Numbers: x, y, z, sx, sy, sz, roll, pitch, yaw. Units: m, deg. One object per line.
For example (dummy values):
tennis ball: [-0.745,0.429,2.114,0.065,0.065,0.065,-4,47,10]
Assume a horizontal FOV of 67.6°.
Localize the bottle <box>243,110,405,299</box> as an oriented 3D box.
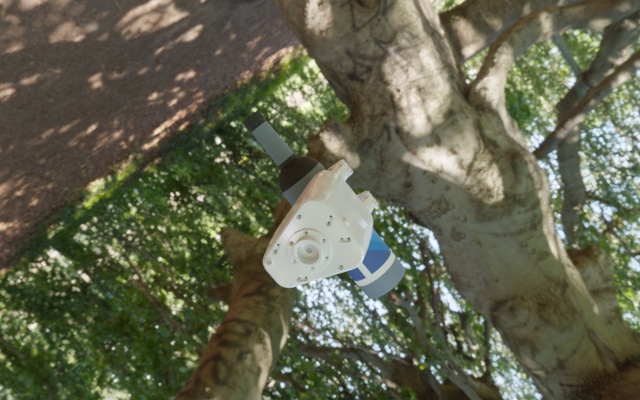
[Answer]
bottle: [0.000,0.002,0.648,0.069,0.296,0.069,-38,8,7]
